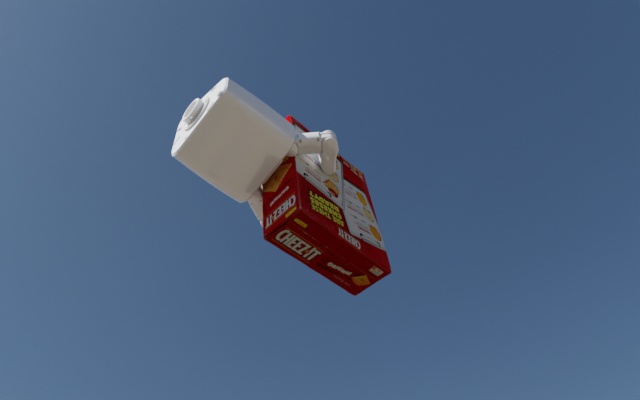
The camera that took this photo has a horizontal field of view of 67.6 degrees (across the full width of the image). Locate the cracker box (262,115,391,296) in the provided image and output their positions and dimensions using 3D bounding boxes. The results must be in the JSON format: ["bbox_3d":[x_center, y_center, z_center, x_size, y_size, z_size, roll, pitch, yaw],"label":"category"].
[{"bbox_3d":[0.000,0.002,0.650,0.072,0.213,0.164,-40,-57,23],"label":"cracker box"}]
